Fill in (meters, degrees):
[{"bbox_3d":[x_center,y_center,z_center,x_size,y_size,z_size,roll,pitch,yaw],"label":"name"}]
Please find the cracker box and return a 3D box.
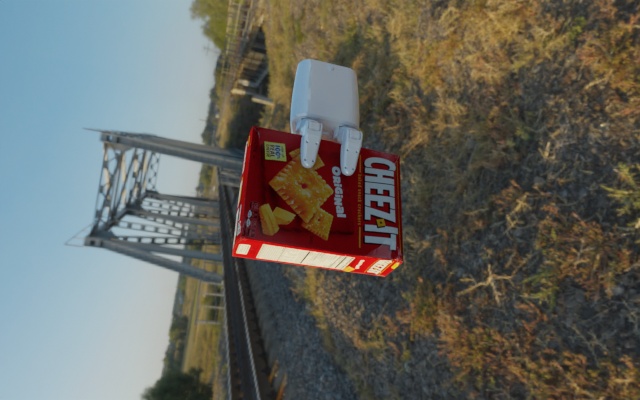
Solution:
[{"bbox_3d":[0.000,0.002,0.638,0.214,0.164,0.072,9,-27,-13],"label":"cracker box"}]
